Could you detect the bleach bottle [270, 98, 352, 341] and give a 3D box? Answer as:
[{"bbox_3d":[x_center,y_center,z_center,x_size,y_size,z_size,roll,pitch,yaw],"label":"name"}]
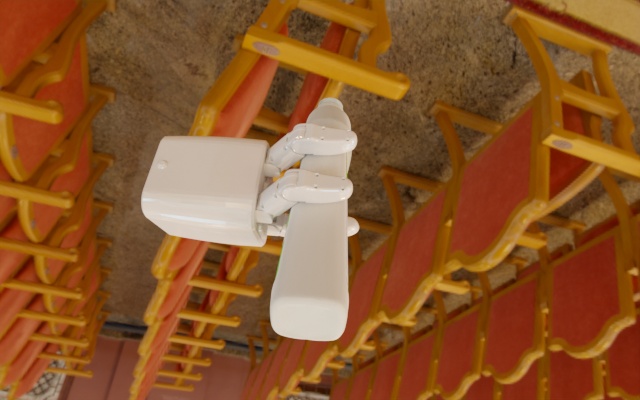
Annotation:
[{"bbox_3d":[0.000,0.002,0.479,0.068,0.250,0.103,6,-34,0],"label":"bleach bottle"}]
